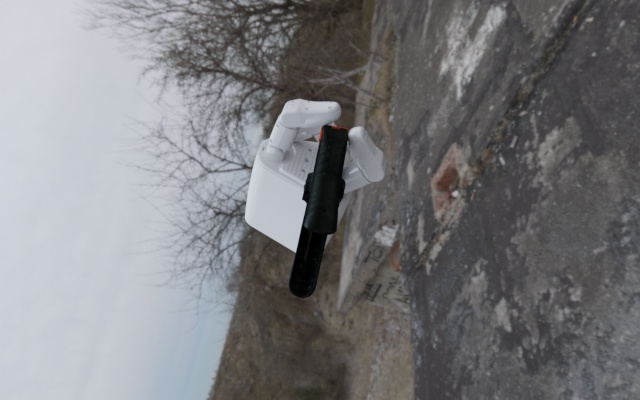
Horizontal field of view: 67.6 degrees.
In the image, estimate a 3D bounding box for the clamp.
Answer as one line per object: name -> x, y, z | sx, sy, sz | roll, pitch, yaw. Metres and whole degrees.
clamp -> 0.000, 0.001, 0.440 | 0.039, 0.120, 0.171 | 19, 43, -5
